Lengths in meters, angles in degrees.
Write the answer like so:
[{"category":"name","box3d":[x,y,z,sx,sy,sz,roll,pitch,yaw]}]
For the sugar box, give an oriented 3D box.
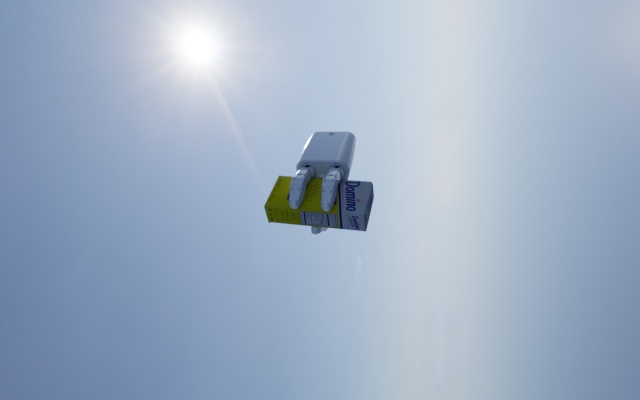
[{"category":"sugar box","box3d":[0.000,0.002,0.835,0.176,0.048,0.093,2,41,15]}]
